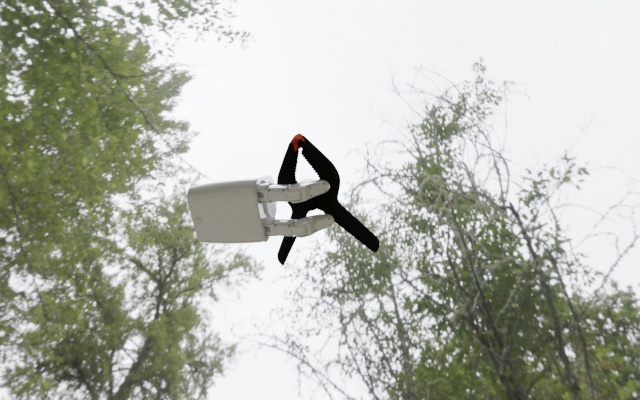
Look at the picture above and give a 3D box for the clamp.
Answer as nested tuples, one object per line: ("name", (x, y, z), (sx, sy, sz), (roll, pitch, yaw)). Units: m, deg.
("clamp", (0.000, 0.002, 0.717), (0.164, 0.210, 0.036), (-4, 23, 10))
